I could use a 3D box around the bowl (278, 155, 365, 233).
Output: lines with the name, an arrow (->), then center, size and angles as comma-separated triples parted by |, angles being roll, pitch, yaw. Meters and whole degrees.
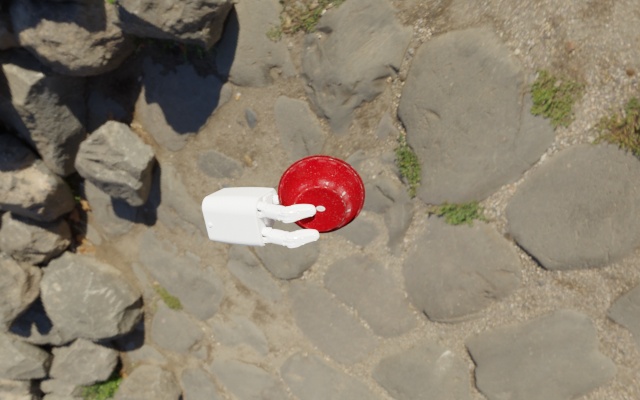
bowl -> 0.001, 0.003, 0.853 | 0.162, 0.162, 0.055 | 0, 30, 3
